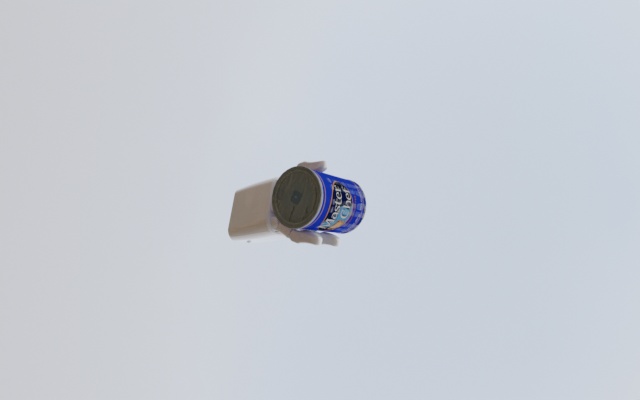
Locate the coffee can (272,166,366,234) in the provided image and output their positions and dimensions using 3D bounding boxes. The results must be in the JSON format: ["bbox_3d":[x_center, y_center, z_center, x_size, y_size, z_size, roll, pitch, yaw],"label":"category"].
[{"bbox_3d":[0.000,0.003,0.826,0.103,0.103,0.140,0,-7,36],"label":"coffee can"}]
